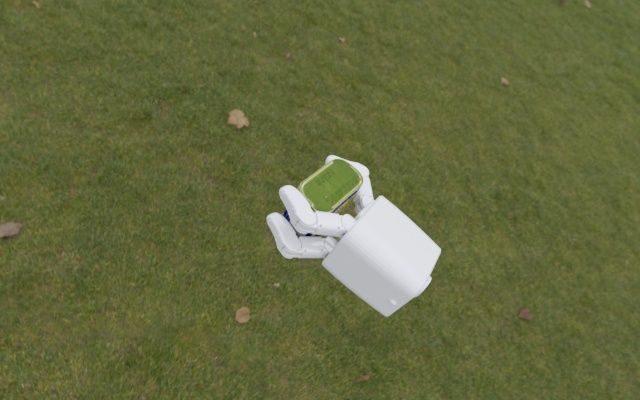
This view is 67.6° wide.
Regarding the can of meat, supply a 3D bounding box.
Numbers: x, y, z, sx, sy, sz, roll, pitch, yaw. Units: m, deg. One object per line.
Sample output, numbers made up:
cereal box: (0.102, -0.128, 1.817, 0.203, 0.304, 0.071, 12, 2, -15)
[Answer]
can of meat: (0.000, 0.002, 0.614, 0.102, 0.057, 0.084, -40, -10, -39)
